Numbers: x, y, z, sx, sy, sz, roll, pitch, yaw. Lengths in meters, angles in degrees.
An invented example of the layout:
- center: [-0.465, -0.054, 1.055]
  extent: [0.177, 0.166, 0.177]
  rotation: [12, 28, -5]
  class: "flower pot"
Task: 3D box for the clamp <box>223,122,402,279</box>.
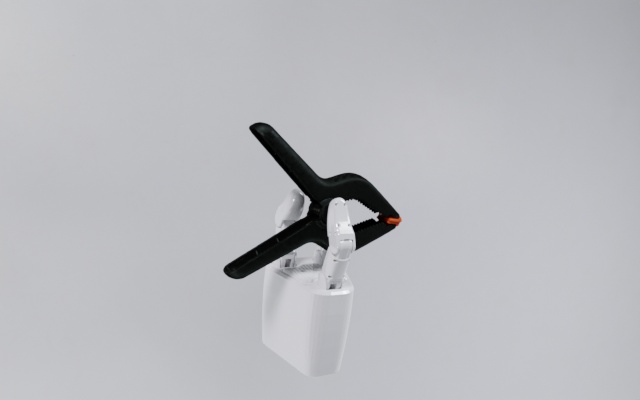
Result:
- center: [0.001, 0.002, 0.529]
  extent: [0.210, 0.164, 0.036]
  rotation: [0, 13, -27]
  class: "clamp"
